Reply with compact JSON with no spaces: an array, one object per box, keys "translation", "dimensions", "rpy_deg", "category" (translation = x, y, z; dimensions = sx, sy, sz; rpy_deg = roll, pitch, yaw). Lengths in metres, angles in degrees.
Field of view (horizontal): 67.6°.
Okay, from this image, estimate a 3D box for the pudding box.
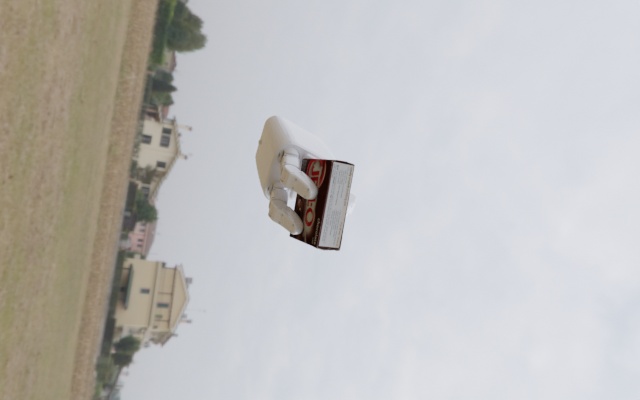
[{"translation":[0.000,0.002,0.622],"dimensions":[0.039,0.113,0.090],"rpy_deg":[7,2,-25],"category":"pudding box"}]
